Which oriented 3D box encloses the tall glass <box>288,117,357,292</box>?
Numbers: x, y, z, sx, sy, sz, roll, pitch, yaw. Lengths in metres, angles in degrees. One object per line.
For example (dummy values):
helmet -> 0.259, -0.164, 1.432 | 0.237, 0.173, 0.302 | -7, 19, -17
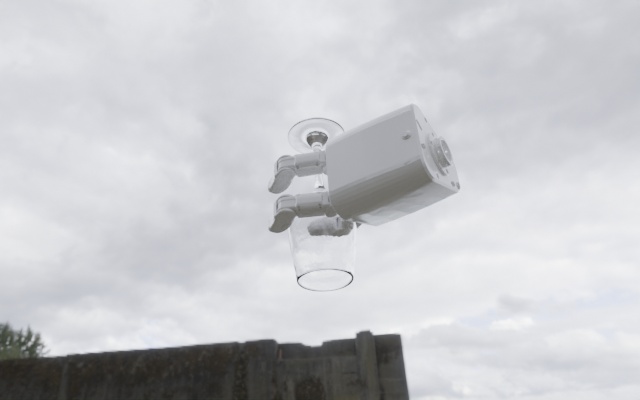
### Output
tall glass -> 0.000, 0.001, 0.564 | 0.079, 0.201, 0.079 | -2, -32, -1
